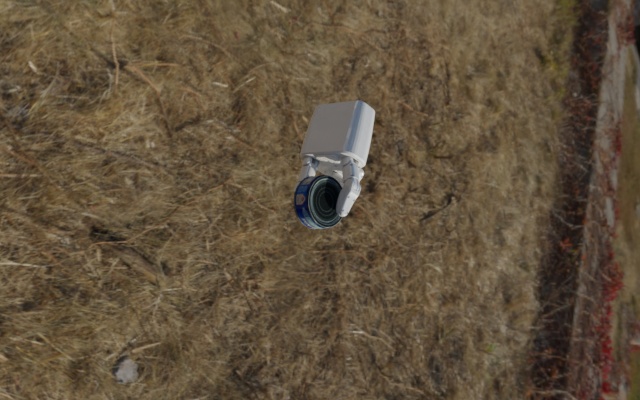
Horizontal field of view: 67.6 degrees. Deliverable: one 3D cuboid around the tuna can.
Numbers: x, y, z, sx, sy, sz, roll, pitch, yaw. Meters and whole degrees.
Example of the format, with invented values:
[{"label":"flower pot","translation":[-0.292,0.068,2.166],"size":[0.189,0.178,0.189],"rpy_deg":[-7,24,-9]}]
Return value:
[{"label":"tuna can","translation":[0.001,0.003,0.758],"size":[0.086,0.086,0.034],"rpy_deg":[0,-3,-44]}]
